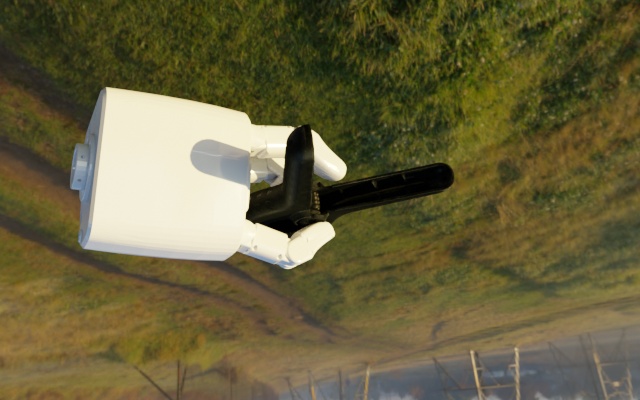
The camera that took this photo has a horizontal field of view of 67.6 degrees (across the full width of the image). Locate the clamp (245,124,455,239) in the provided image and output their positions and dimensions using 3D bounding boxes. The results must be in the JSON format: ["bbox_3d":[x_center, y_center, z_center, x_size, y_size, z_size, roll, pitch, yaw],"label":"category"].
[{"bbox_3d":[0.000,0.002,0.422,0.164,0.036,0.210,7,-24,-32],"label":"clamp"}]
